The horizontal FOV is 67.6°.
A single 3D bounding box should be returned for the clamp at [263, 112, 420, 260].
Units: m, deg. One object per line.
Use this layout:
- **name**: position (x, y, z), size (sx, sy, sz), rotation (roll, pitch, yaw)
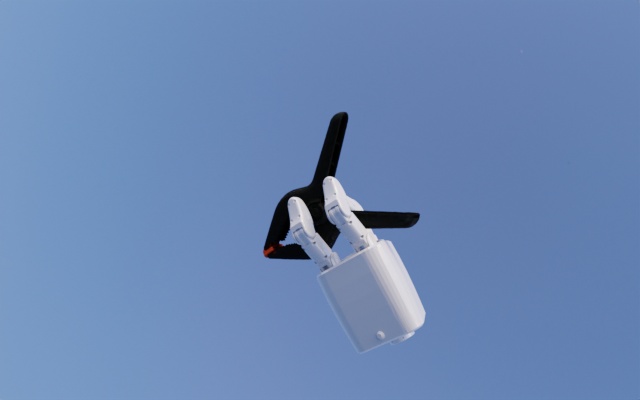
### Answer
- **clamp**: position (0.000, 0.002, 0.606), size (0.210, 0.164, 0.036), rotation (-32, -13, 26)
